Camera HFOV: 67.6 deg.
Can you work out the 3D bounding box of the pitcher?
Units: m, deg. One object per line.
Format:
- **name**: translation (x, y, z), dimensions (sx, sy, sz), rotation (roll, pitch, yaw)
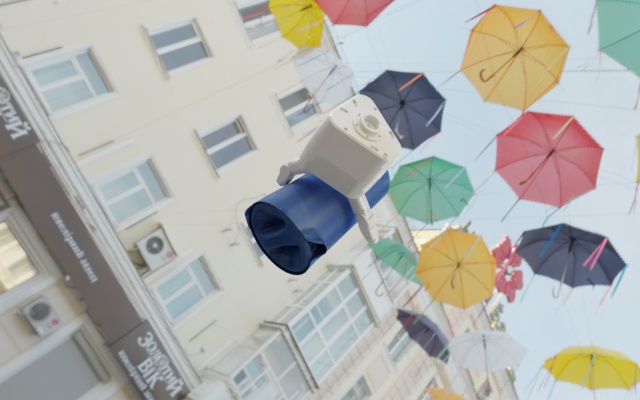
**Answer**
- **pitcher**: translation (0.000, 0.003, 0.806), dimensions (0.242, 0.149, 0.145), rotation (-36, -8, -37)
